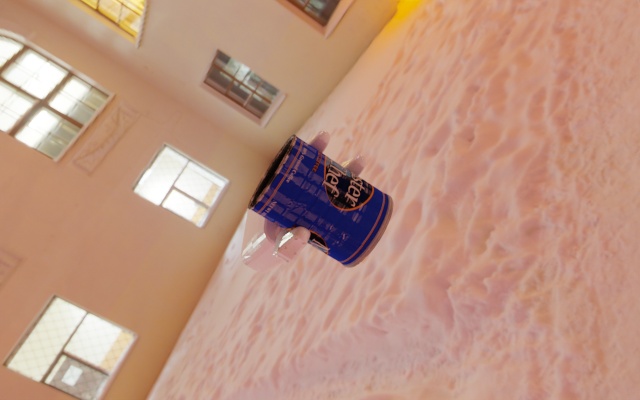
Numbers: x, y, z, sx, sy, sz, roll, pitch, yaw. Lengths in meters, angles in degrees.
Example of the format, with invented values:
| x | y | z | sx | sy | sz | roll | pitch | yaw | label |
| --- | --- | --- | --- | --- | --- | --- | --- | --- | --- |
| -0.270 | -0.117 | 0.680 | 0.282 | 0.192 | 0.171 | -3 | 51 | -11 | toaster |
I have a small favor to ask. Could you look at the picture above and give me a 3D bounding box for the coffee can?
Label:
| x | y | z | sx | sy | sz | roll | pitch | yaw | label |
| --- | --- | --- | --- | --- | --- | --- | --- | --- | --- |
| 0.000 | 0.002 | 0.568 | 0.140 | 0.103 | 0.103 | 32 | -8 | -13 | coffee can |
